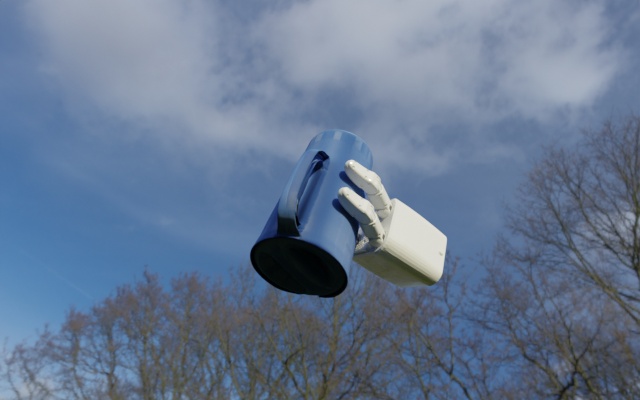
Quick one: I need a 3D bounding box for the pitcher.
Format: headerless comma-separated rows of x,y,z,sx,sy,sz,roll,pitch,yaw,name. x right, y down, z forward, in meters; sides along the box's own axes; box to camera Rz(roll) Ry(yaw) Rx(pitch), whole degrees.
0.000,0.002,0.685,0.145,0.242,0.149,33,-42,-15,pitcher
